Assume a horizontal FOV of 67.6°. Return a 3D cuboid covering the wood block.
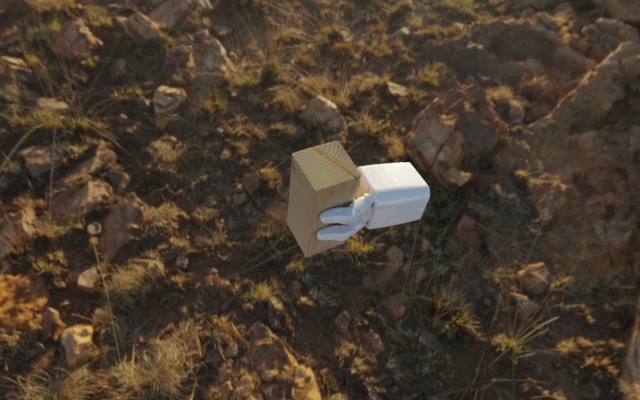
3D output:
[{"bbox_3d":[0.000,0.002,0.871,0.090,0.090,0.206,-19,-33,-20],"label":"wood block"}]
